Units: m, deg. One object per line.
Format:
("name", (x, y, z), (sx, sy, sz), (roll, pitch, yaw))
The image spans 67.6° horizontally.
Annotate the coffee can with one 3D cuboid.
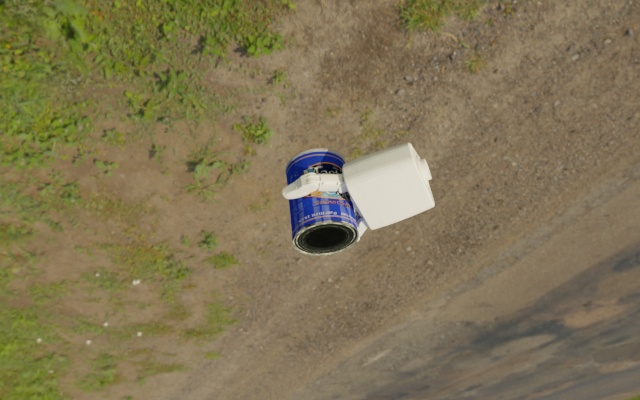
("coffee can", (0.000, 0.002, 0.762), (0.103, 0.140, 0.103), (-6, -34, -4))
